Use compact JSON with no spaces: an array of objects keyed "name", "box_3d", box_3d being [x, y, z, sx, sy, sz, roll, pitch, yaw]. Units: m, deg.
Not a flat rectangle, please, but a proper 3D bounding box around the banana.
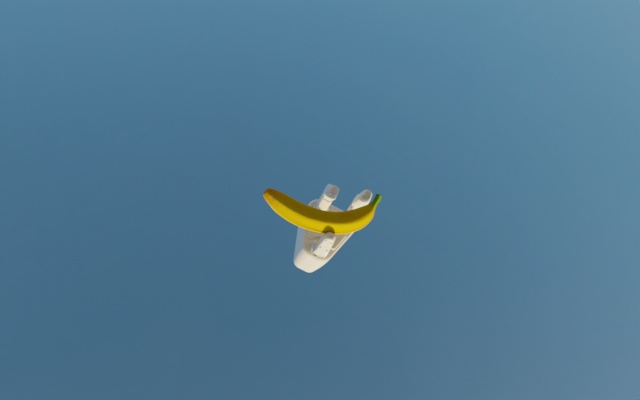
[{"name":"banana","box_3d":[0.004,0.020,0.780,0.198,0.069,0.037,3,-19,-13]}]
